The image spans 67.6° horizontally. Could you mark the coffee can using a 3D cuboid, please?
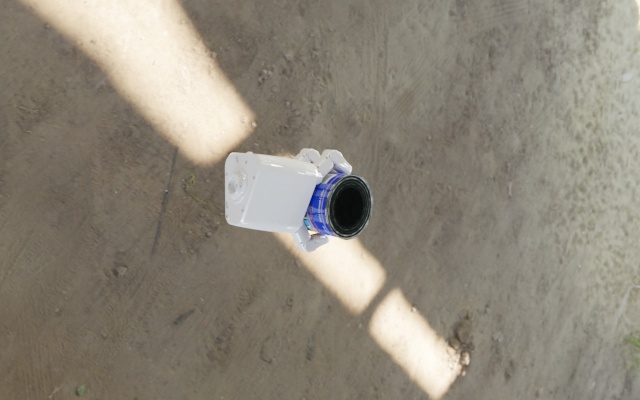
[{"bbox_3d":[0.000,0.003,0.781,0.103,0.103,0.140,0,6,-42],"label":"coffee can"}]
